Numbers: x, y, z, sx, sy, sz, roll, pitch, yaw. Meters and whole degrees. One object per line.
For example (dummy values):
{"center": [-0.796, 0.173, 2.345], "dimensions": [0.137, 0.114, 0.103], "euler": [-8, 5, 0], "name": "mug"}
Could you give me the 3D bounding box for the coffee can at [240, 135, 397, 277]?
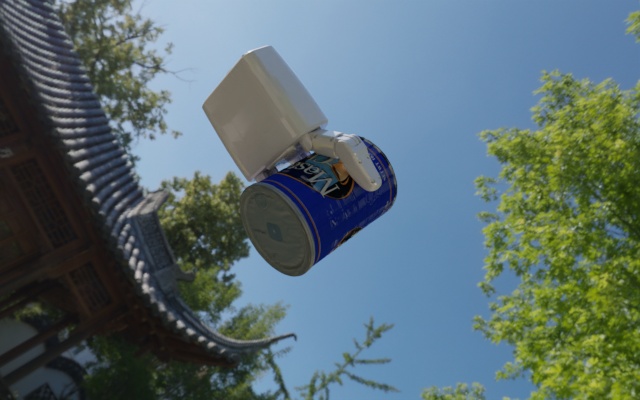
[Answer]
{"center": [0.000, 0.002, 0.512], "dimensions": [0.140, 0.103, 0.103], "euler": [-32, 21, -37], "name": "coffee can"}
